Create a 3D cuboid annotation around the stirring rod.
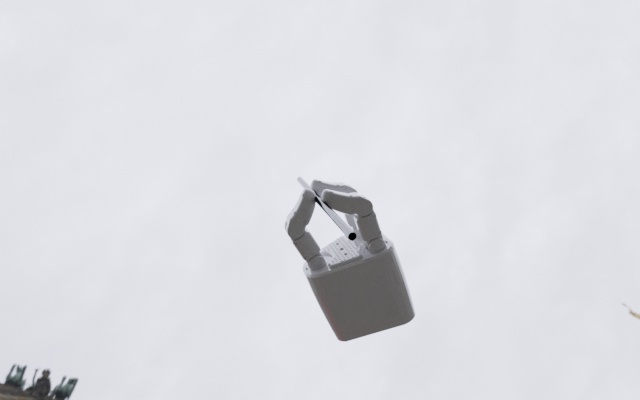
[{"bbox_3d":[0.000,0.002,0.541,0.011,0.011,0.239,0,15,-14],"label":"stirring rod"}]
